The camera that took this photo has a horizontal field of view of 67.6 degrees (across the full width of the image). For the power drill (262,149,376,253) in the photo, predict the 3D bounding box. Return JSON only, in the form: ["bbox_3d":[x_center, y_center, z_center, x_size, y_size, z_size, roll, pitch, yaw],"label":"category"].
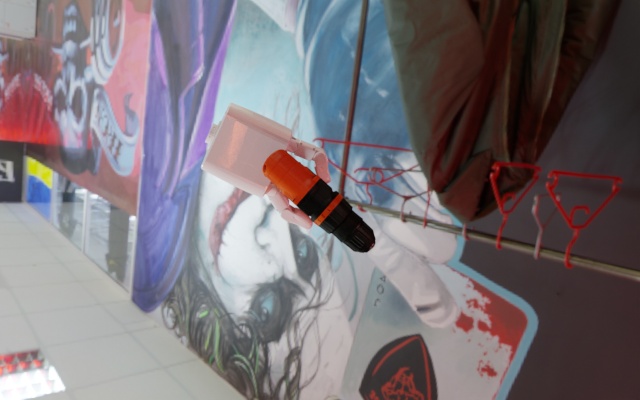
[{"bbox_3d":[0.000,0.002,0.707,0.184,0.057,0.187,43,-2,0],"label":"power drill"}]
